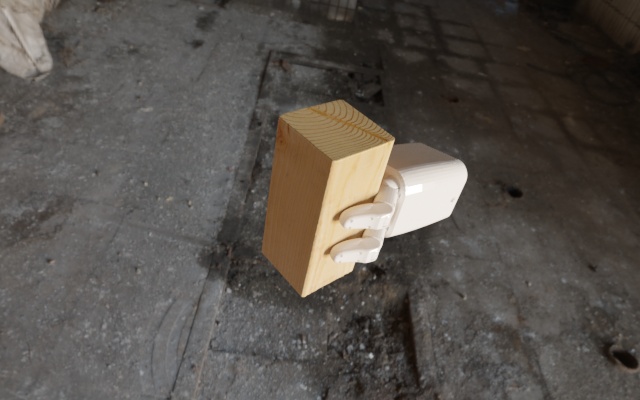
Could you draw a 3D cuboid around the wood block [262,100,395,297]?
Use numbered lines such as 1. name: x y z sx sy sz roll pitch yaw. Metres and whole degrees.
1. wood block: 0.000 0.001 0.555 0.090 0.206 0.090 -22 51 -34
